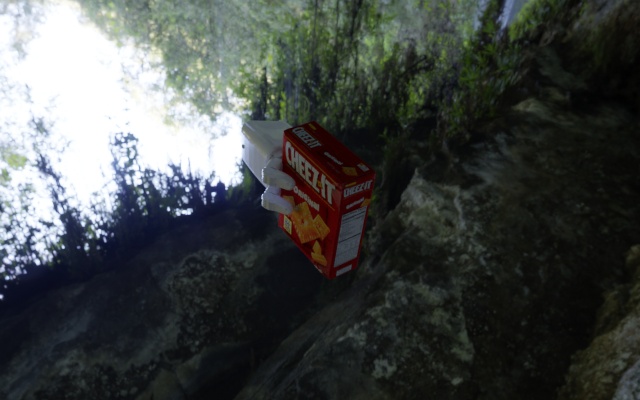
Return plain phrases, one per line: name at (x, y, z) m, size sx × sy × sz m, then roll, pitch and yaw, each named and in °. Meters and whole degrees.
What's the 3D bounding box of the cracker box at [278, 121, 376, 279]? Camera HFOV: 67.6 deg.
cracker box at (0.000, 0.003, 0.799) m, size 0.072 × 0.214 × 0.164 m, roll -22°, pitch 48°, yaw -29°
